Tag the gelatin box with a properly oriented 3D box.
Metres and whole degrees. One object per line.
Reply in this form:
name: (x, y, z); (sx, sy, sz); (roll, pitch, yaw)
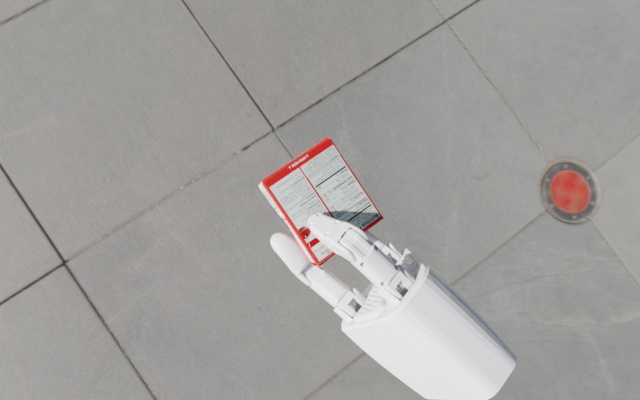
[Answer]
gelatin box: (0.000, 0.001, 0.420); (0.073, 0.089, 0.030); (-35, 5, -14)
